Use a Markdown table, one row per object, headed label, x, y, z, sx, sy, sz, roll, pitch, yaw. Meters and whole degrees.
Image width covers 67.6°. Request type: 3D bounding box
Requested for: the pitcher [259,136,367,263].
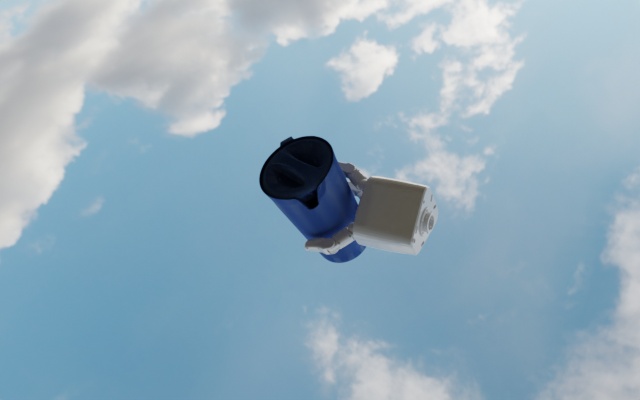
| label | x | y | z | sx | sy | sz | roll | pitch | yaw |
| --- | --- | --- | --- | --- | --- | --- | --- | --- | --- |
| pitcher | 0.000 | 0.003 | 0.861 | 0.145 | 0.149 | 0.243 | 8 | -31 | 32 |
